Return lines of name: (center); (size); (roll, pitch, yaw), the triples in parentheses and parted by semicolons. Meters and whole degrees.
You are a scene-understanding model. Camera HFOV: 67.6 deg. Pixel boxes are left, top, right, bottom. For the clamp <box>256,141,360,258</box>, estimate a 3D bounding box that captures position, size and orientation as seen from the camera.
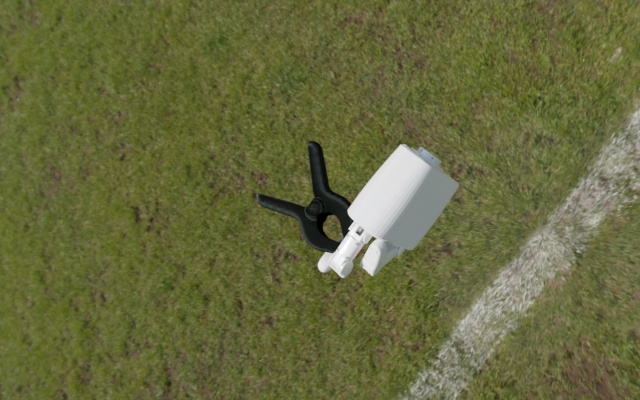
clamp: (0.000, 0.002, 0.648); (0.171, 0.120, 0.039); (40, 13, 21)
